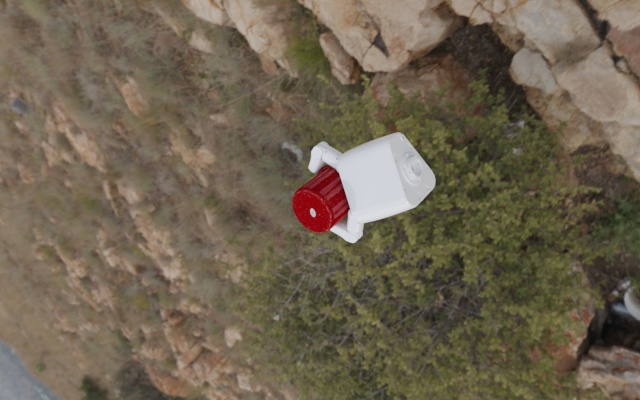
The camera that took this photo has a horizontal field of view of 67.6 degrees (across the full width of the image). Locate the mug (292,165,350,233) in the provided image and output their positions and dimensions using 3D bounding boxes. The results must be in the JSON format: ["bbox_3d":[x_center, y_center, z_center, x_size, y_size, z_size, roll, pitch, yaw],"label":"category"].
[{"bbox_3d":[-0.001,0.003,0.785,0.117,0.093,0.081,-19,14,46],"label":"mug"}]
